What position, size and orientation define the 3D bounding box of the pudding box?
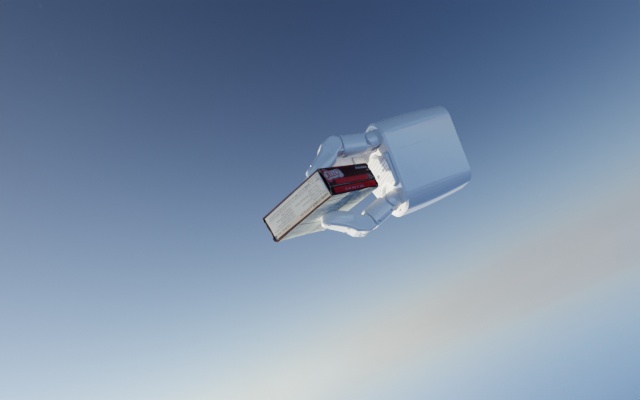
[{"bbox_3d":[0.000,0.002,0.560,0.090,0.039,0.113,-10,-25,-49],"label":"pudding box"}]
